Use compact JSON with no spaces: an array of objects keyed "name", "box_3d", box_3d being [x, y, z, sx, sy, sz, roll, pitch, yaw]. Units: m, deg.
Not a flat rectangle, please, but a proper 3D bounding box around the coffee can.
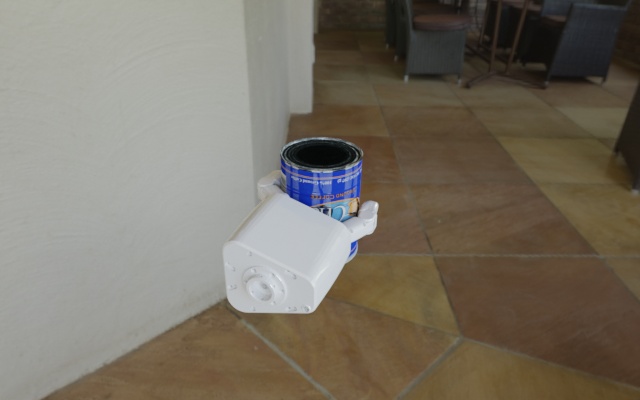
[{"name":"coffee can","box_3d":[0.000,0.002,0.618,0.103,0.140,0.102,1,29,0]}]
